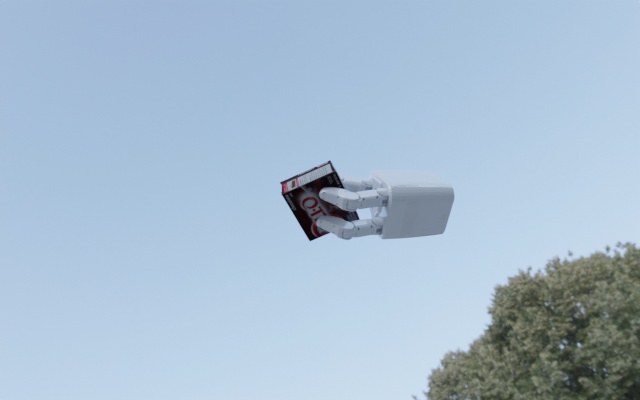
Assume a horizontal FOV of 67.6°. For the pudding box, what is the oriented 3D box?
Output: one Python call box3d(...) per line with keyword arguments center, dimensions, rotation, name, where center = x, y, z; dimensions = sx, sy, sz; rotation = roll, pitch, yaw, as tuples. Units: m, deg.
box3d(center=(0.000, 0.002, 0.748), dimensions=(0.090, 0.114, 0.039), rotation=(-24, 36, 6), name="pudding box")
